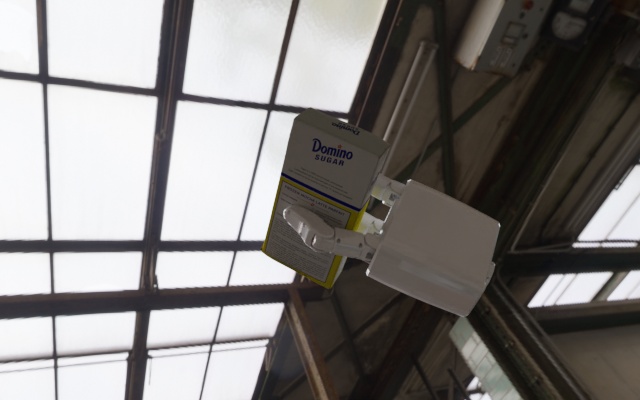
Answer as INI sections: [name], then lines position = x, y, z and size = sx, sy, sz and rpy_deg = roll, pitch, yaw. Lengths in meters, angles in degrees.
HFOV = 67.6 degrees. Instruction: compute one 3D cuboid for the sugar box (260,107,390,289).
[sugar box]
position = 0.000, 0.002, 0.501
size = 0.093, 0.176, 0.048
rpy_deg = 26, 33, 11
